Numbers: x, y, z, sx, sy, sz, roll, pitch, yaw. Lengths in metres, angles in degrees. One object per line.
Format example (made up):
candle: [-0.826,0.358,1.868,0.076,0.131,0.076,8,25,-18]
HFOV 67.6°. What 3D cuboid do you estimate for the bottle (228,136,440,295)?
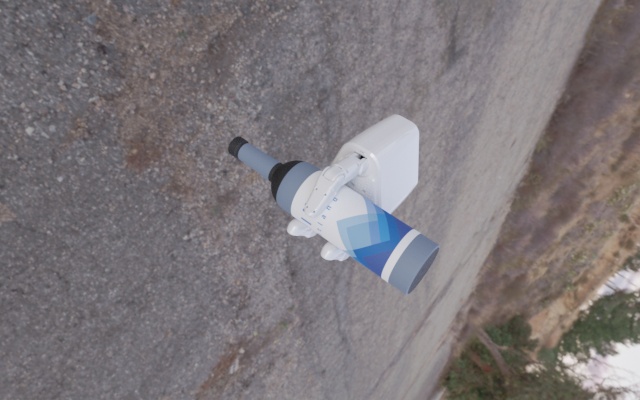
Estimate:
bottle: [0.000,0.002,0.581,0.295,0.069,0.069,34,14,22]
